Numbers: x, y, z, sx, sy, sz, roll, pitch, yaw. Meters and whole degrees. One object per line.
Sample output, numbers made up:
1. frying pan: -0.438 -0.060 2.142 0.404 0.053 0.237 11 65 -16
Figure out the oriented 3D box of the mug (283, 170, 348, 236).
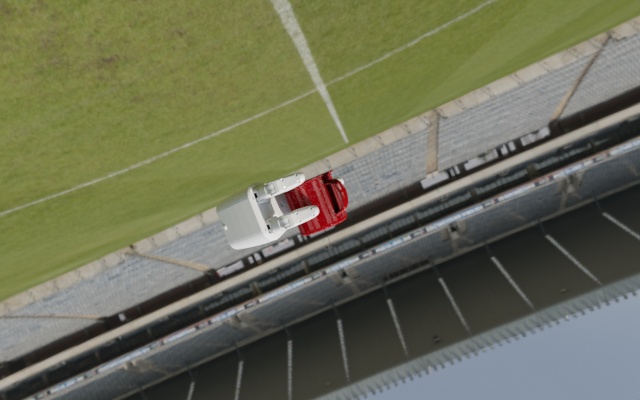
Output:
1. mug: 0.001 0.002 0.761 0.117 0.081 0.093 -19 4 44
